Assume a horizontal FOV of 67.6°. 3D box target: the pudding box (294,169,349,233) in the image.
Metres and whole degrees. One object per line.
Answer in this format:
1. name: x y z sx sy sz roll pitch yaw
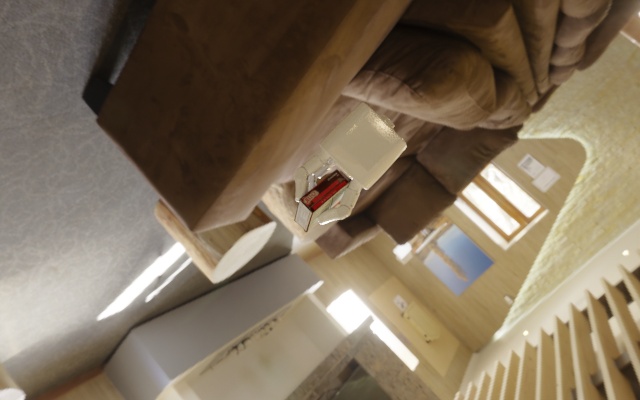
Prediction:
1. pudding box: 0.000 0.003 0.856 0.090 0.039 0.113 -38 -14 -20
